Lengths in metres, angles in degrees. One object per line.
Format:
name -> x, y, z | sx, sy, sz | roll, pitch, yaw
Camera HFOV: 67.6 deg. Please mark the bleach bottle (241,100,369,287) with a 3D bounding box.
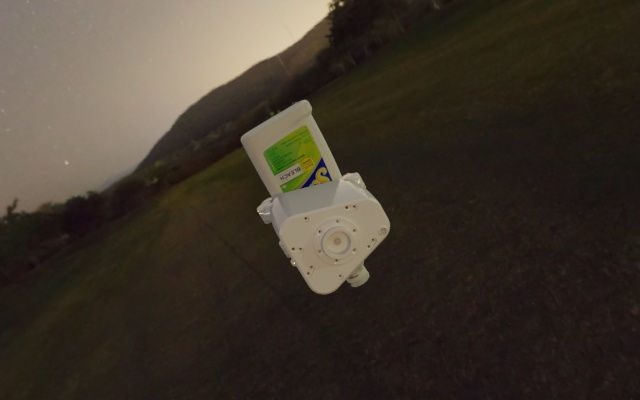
bleach bottle -> 0.000, 0.002, 0.631 | 0.102, 0.251, 0.068 | -32, 14, -3
